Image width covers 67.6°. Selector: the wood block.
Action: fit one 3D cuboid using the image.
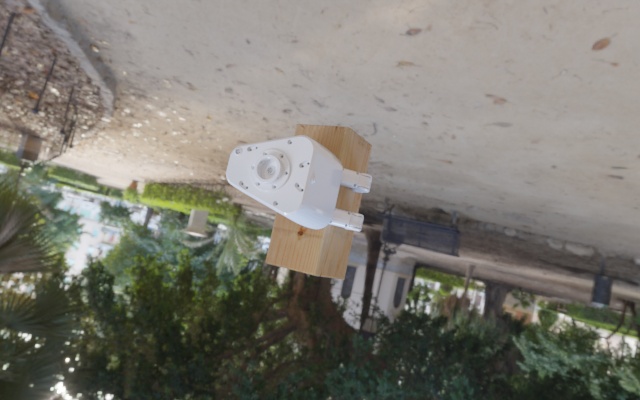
[{"bbox_3d":[0.000,0.002,0.698,0.091,0.206,0.090,9,-7,30],"label":"wood block"}]
